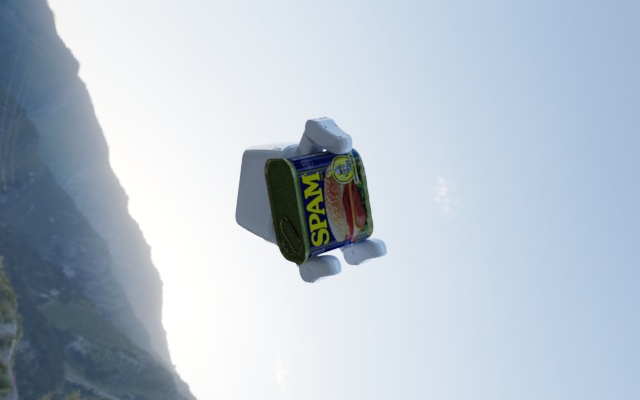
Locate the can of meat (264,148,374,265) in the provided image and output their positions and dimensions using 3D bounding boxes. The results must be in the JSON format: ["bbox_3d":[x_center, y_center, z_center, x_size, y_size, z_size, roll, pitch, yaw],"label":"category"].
[{"bbox_3d":[0.000,0.001,0.469,0.084,0.102,0.057,-15,11,-31],"label":"can of meat"}]
